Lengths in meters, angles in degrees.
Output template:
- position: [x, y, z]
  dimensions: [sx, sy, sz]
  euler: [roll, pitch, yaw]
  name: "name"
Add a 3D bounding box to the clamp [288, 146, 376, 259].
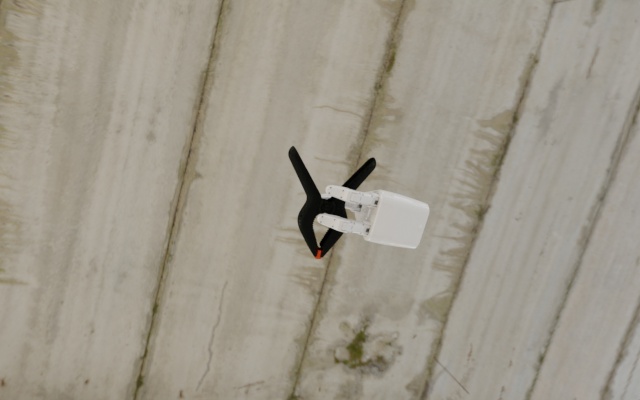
- position: [0.000, 0.003, 0.883]
  dimensions: [0.164, 0.210, 0.036]
  euler: [14, 10, -14]
  name: "clamp"
